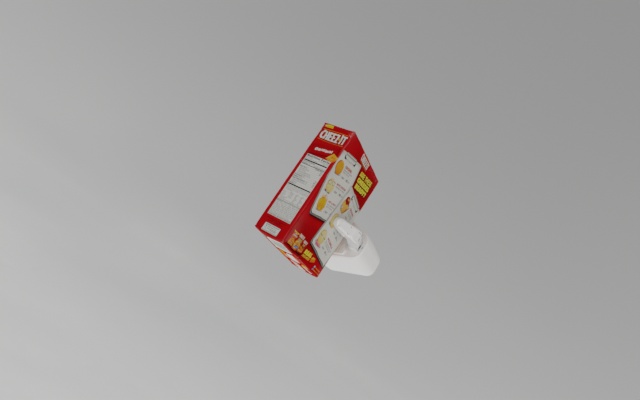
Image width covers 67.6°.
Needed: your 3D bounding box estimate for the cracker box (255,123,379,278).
[{"bbox_3d":[0.000,0.003,0.810,0.072,0.213,0.164,24,-16,30],"label":"cracker box"}]
